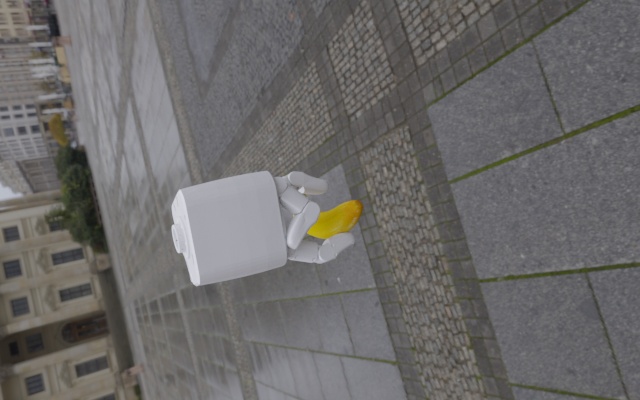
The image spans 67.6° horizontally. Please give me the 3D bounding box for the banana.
[{"bbox_3d":[0.000,0.020,0.660,0.037,0.070,0.197,-12,15,-25],"label":"banana"}]
